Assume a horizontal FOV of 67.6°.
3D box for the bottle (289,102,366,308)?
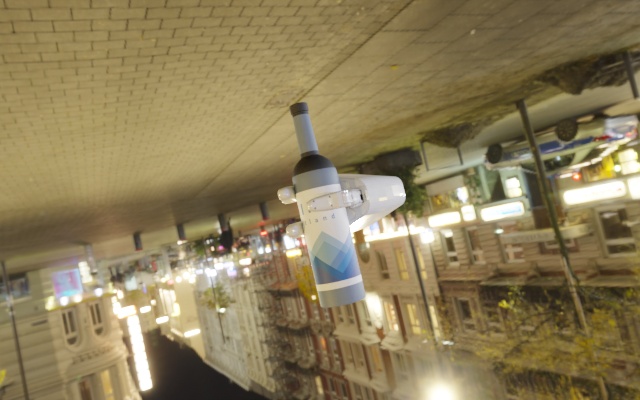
[{"bbox_3d":[0.000,0.003,0.694,0.069,0.295,0.069,-13,-4,-1],"label":"bottle"}]
